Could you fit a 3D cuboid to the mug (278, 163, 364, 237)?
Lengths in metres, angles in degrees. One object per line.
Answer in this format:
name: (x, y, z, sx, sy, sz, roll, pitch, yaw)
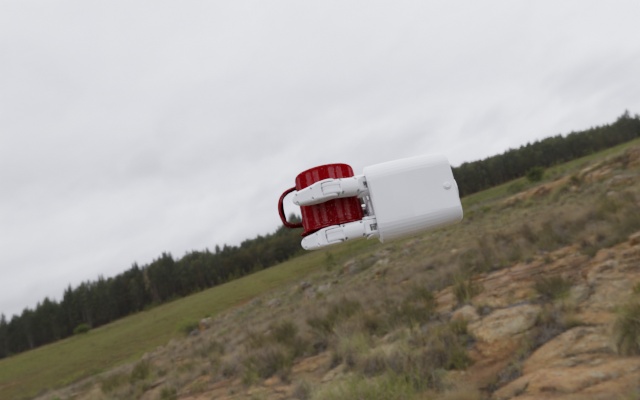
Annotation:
mug: (-0.001, 0.002, 0.644, 0.117, 0.081, 0.093, -12, -11, 0)
